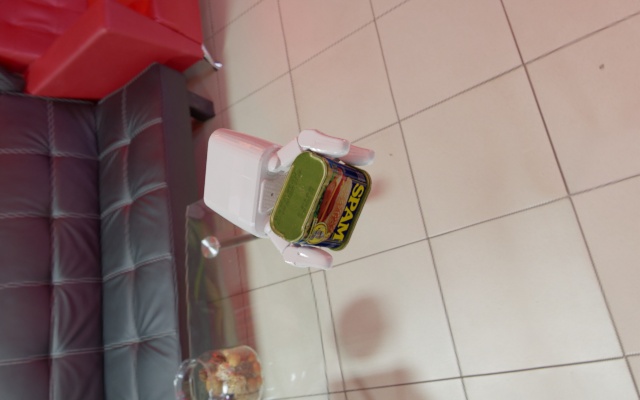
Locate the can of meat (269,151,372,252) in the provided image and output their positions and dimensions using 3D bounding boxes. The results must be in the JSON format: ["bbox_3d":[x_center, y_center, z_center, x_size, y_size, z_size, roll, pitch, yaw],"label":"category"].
[{"bbox_3d":[0.000,0.002,0.528,0.057,0.102,0.084,27,8,38],"label":"can of meat"}]
